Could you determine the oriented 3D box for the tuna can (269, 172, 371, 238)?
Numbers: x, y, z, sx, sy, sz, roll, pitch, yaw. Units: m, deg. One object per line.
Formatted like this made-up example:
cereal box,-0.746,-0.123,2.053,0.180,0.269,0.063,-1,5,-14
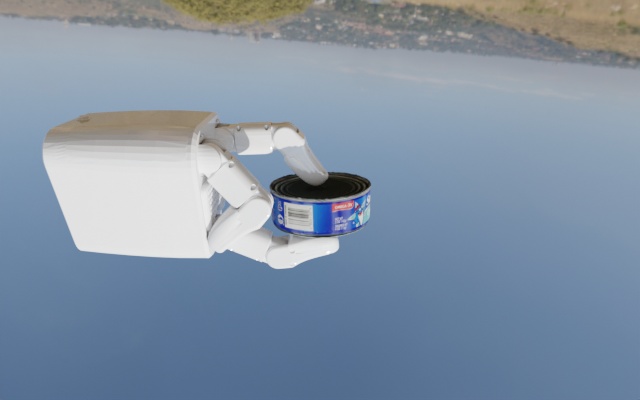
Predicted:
tuna can,0.000,0.002,0.409,0.086,0.034,0.086,-1,18,0
